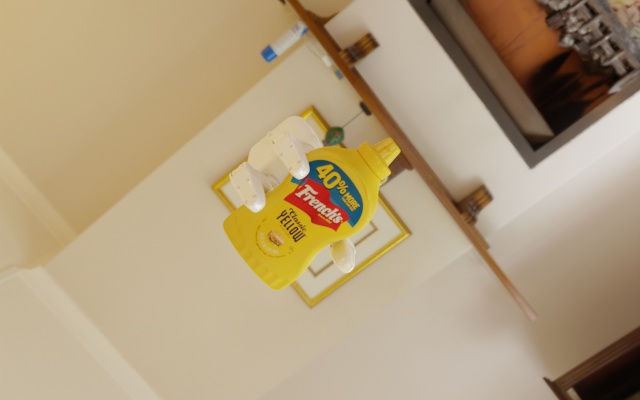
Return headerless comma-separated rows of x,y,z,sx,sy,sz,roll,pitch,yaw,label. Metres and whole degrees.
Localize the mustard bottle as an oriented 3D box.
0.000,0.002,0.491,0.191,0.096,0.058,-38,2,10,mustard bottle
